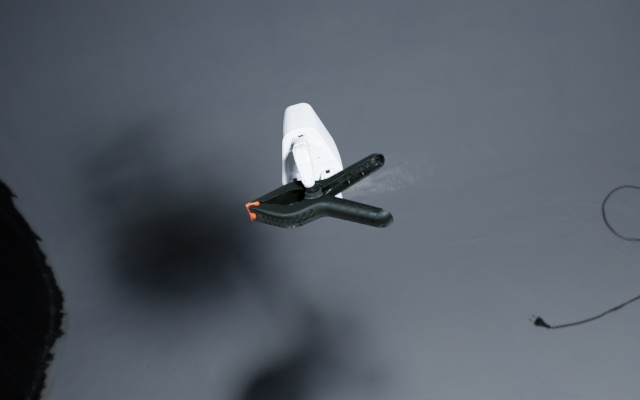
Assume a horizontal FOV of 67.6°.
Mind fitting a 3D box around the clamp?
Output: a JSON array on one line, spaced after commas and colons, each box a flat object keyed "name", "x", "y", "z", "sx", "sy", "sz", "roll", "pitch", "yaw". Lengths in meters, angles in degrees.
[{"name": "clamp", "x": -0.001, "y": 0.002, "z": 0.660, "sx": 0.210, "sy": 0.036, "sz": 0.164, "roll": -14, "pitch": 32, "yaw": 4}]
